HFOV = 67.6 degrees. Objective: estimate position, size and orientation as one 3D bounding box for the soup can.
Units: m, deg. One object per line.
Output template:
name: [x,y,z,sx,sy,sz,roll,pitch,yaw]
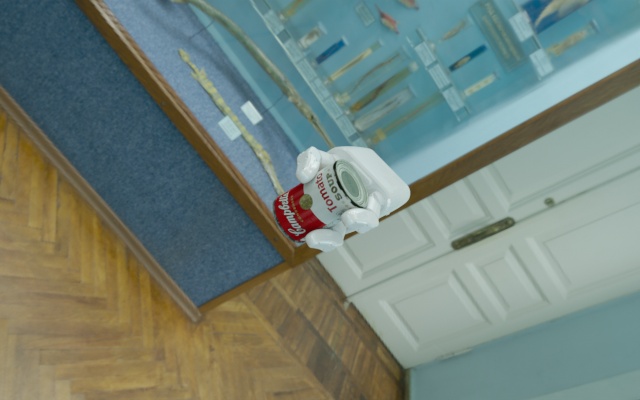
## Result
soup can: [0.000,0.002,0.592,0.102,0.068,0.068,-30,-15,27]
